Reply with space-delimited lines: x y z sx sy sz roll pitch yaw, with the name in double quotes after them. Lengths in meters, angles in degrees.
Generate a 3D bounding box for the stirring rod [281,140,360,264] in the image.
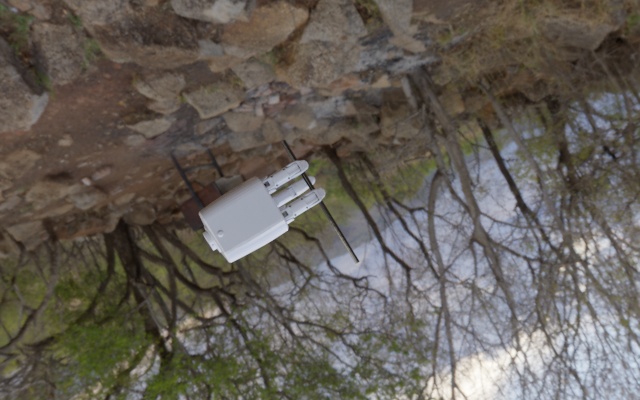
0.000 0.003 0.805 0.011 0.239 0.011 -31 2 1 "stirring rod"
